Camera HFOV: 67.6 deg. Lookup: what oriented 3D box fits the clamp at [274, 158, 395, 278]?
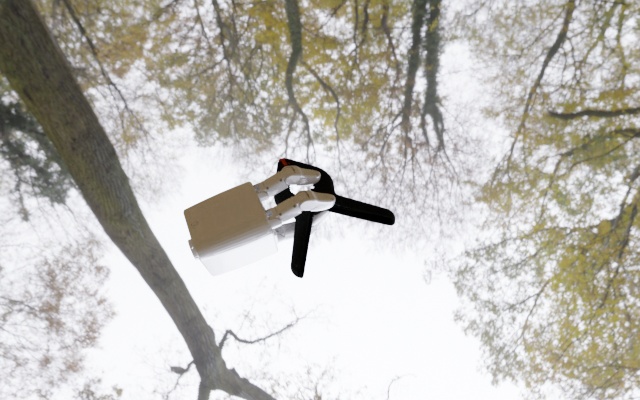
[{"bbox_3d":[0.000,0.003,0.713,0.164,0.209,0.036,-23,-39,-9],"label":"clamp"}]
